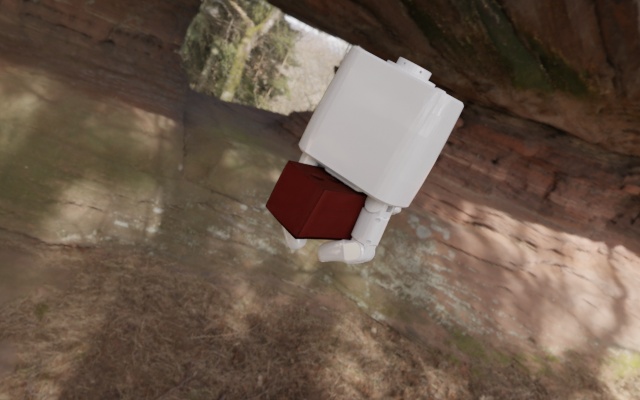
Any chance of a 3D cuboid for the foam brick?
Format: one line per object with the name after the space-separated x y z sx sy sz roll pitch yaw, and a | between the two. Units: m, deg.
0.000 0.002 0.438 0.078 0.051 0.053 7 28 -49 | foam brick
